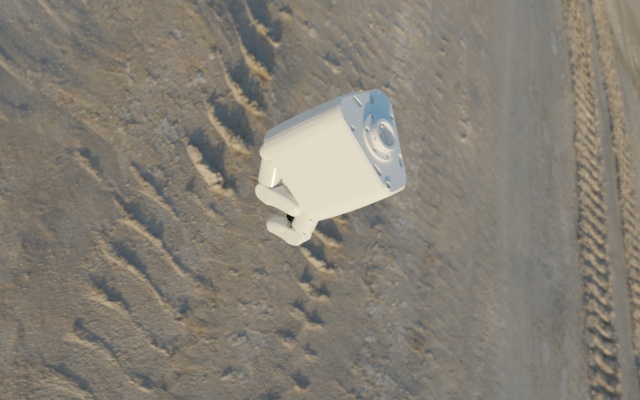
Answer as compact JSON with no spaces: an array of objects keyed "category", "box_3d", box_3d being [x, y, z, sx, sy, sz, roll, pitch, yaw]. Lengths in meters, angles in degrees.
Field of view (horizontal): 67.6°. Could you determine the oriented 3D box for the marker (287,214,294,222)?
[{"category":"marker","box_3d":[0.000,0.002,0.601,0.020,0.020,0.121,0,17,39]}]
